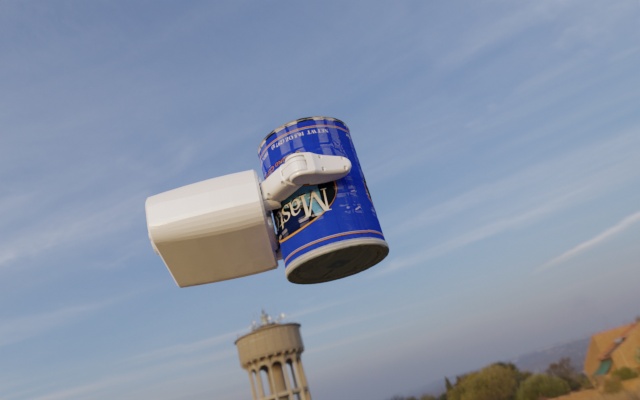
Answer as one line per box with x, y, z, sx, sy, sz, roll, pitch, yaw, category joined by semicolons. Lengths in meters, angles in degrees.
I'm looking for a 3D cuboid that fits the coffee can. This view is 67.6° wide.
0.000;0.002;0.486;0.103;0.140;0.103;-13;-24;-6;coffee can
